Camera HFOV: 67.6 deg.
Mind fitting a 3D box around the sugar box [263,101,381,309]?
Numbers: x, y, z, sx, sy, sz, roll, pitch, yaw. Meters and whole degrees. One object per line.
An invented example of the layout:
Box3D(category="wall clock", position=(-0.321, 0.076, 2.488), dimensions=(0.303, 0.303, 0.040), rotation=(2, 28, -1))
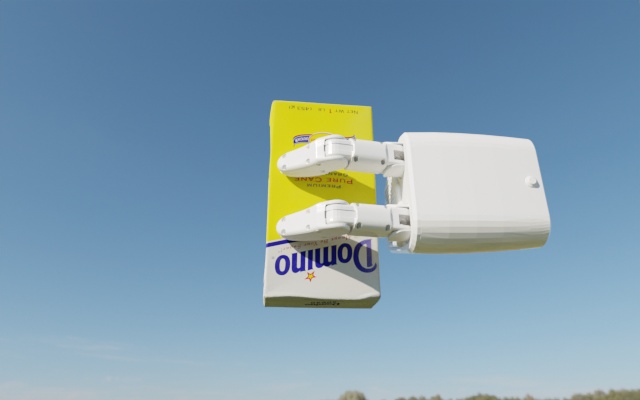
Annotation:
Box3D(category="sugar box", position=(0.000, 0.001, 0.410), dimensions=(0.093, 0.176, 0.048), rotation=(2, -24, -6))
